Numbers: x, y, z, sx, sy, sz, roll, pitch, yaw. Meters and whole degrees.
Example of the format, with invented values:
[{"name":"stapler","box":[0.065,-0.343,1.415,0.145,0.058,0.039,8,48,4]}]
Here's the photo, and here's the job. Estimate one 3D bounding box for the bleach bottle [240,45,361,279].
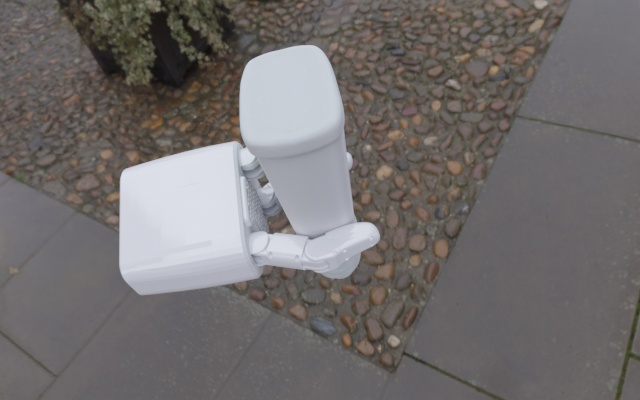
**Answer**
[{"name":"bleach bottle","box":[0.000,0.001,0.411,0.068,0.102,0.251,-12,-39,4]}]
